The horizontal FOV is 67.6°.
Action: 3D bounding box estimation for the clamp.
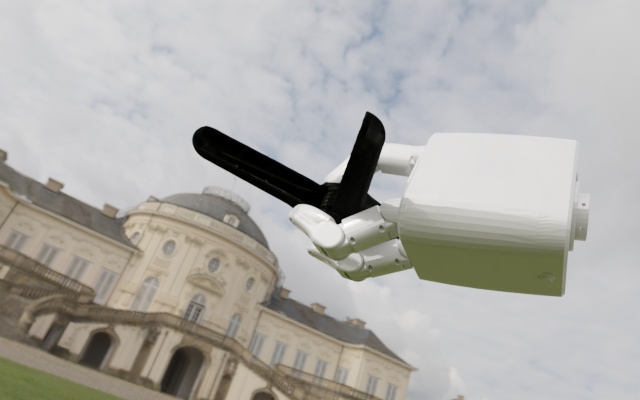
[{"bbox_3d":[0.001,0.001,0.403,0.164,0.036,0.210,7,-30,29],"label":"clamp"}]
